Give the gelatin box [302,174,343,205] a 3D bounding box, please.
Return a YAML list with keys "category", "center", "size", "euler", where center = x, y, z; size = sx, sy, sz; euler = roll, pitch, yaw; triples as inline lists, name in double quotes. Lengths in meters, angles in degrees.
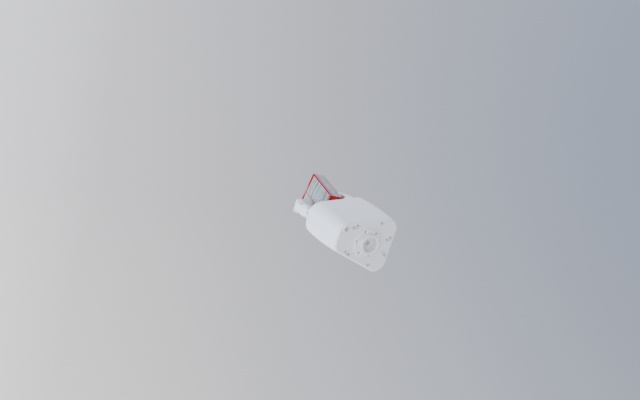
- category: "gelatin box"
  center: [0.000, 0.003, 0.895]
  size: [0.030, 0.073, 0.089]
  euler: [10, 26, -32]
